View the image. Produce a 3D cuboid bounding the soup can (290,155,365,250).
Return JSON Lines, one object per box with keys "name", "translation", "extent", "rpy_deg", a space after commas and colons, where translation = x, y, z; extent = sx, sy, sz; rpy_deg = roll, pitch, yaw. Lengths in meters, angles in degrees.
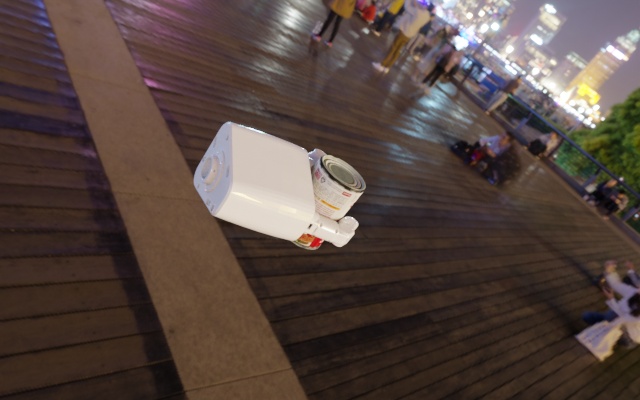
{"name": "soup can", "translation": [0.001, 0.002, 0.595], "extent": [0.068, 0.102, 0.068], "rpy_deg": [30, 26, -16]}
